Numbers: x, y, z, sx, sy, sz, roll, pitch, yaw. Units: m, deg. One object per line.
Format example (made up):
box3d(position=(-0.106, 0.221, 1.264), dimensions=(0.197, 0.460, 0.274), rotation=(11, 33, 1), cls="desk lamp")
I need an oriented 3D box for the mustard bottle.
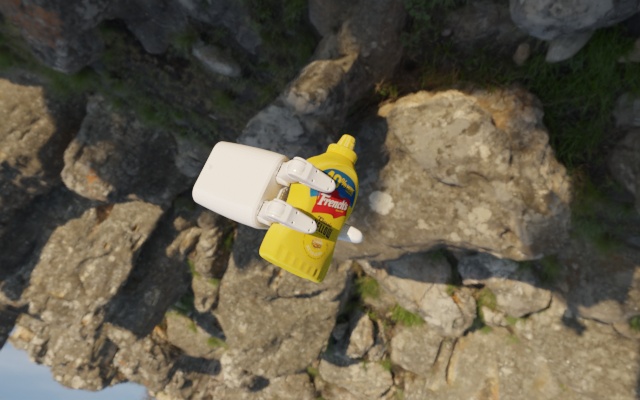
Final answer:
box3d(position=(0.000, 0.002, 0.614), dimensions=(0.096, 0.191, 0.058), rotation=(34, -16, -38), cls="mustard bottle")
